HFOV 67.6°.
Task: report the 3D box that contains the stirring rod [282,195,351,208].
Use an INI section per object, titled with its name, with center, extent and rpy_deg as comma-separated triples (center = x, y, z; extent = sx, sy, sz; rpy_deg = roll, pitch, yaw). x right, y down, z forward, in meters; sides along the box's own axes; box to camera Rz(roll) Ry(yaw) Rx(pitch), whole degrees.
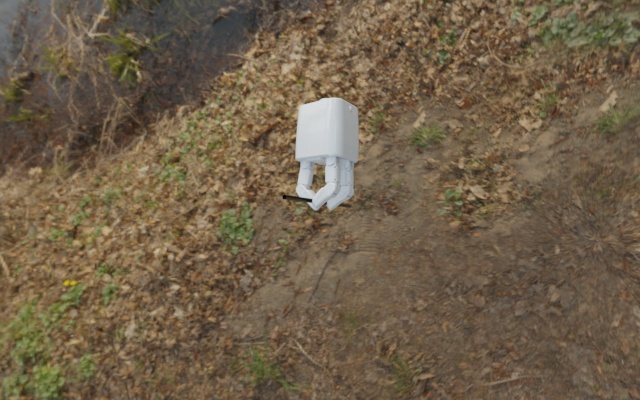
[stirring rod]
center = 0.000, 0.003, 0.895
extent = 0.011, 0.011, 0.239
rpy_deg = 0, -4, 30
